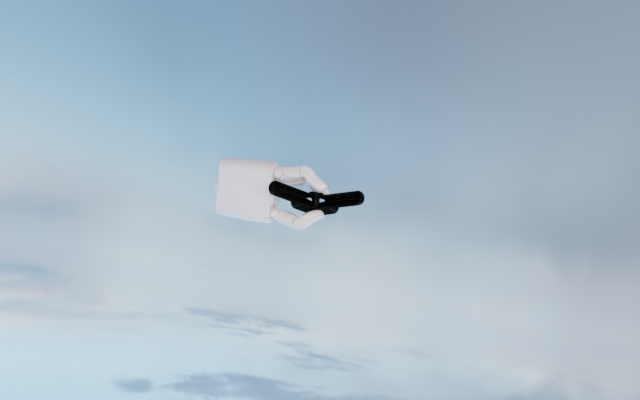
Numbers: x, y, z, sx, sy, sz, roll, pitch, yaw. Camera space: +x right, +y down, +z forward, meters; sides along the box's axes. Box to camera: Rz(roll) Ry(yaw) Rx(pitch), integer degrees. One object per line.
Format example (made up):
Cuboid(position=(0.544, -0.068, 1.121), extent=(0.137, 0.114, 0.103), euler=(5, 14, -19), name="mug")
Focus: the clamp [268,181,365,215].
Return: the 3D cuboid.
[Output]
Cuboid(position=(0.000, 0.004, 0.898), extent=(0.164, 0.036, 0.210), euler=(7, -10, 6), name="clamp")
